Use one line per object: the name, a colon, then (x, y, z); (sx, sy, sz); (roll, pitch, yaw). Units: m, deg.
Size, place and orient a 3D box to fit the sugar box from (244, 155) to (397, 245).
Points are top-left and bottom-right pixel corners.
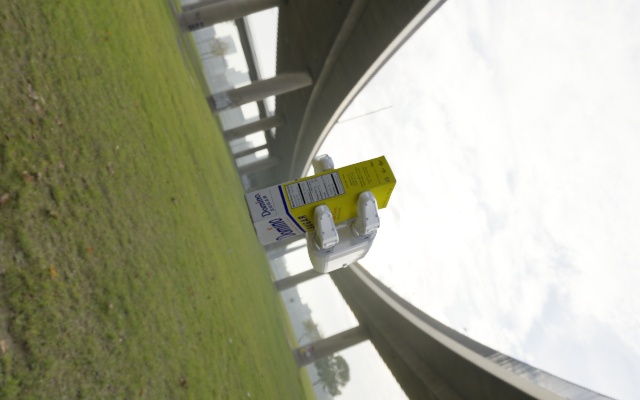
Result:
sugar box: (0.000, 0.002, 0.592); (0.176, 0.048, 0.093); (-19, -21, -8)
